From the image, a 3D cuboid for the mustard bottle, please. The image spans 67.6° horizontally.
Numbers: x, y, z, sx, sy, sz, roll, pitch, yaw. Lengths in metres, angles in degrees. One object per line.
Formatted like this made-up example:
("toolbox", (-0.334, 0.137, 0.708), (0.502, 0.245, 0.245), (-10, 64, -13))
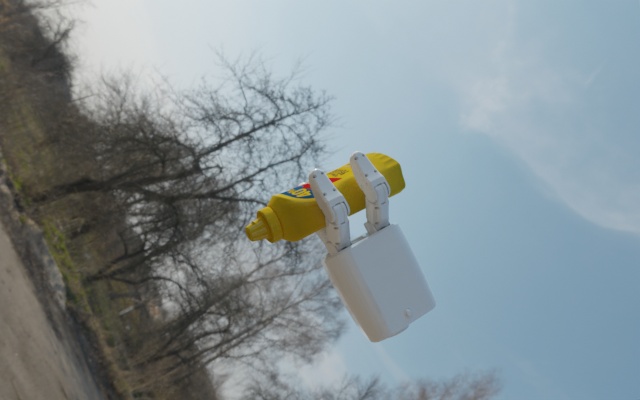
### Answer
("mustard bottle", (0.000, 0.001, 0.566), (0.191, 0.058, 0.096), (-25, 19, -23))
